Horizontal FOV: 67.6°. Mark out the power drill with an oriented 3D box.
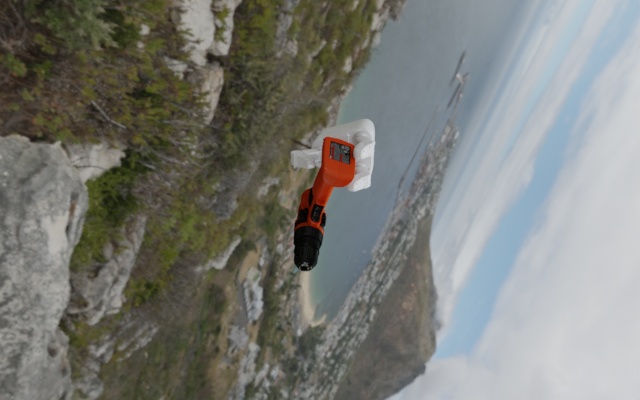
[{"bbox_3d":[0.000,0.002,0.799,0.057,0.188,0.184,16,41,-12],"label":"power drill"}]
